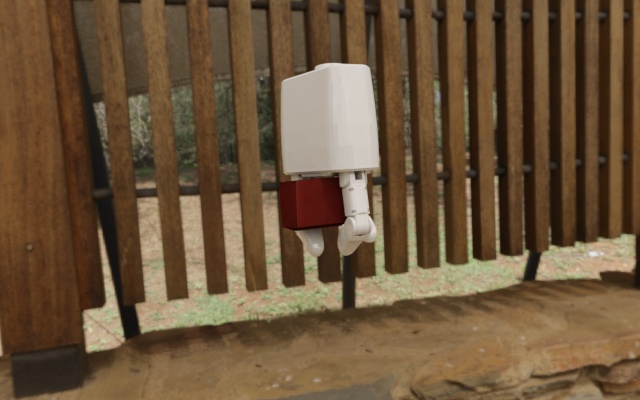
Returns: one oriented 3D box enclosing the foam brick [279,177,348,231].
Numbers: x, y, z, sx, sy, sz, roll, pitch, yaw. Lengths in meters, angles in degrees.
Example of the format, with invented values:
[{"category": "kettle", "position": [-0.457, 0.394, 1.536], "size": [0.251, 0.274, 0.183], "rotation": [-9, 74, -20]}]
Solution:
[{"category": "foam brick", "position": [0.000, 0.002, 0.512], "size": [0.078, 0.051, 0.053], "rotation": [-5, 3, -23]}]
